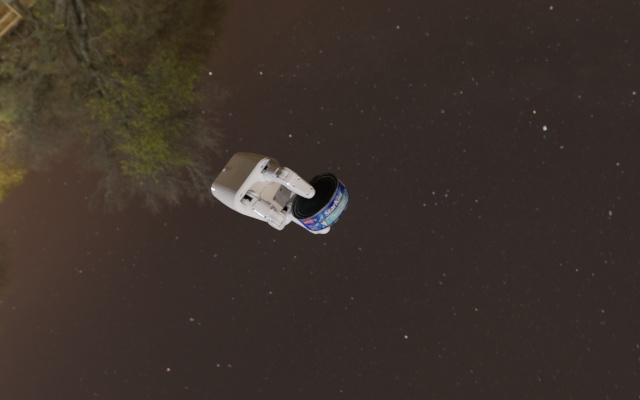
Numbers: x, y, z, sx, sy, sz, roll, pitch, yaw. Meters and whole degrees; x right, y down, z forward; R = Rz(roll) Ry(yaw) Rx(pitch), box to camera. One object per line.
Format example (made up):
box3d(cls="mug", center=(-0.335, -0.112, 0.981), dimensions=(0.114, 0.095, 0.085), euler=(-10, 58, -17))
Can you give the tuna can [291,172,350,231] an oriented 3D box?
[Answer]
box3d(cls="tuna can", center=(0.000, 0.003, 0.701), dimensions=(0.086, 0.086, 0.034), euler=(0, -37, 49))
